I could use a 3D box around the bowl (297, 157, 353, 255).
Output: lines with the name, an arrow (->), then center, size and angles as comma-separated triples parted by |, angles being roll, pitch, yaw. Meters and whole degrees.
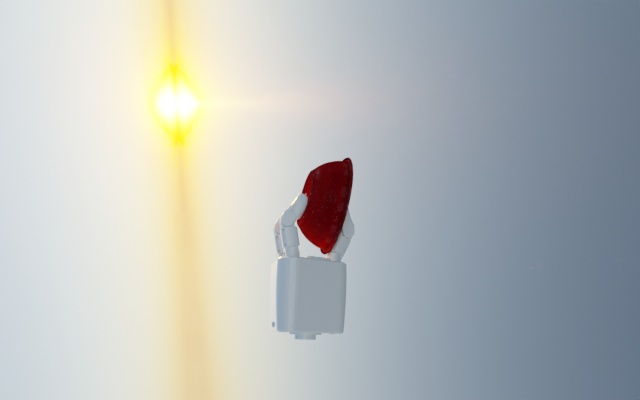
bowl -> 0.000, 0.001, 0.766 | 0.055, 0.162, 0.162 | 14, -3, -11
